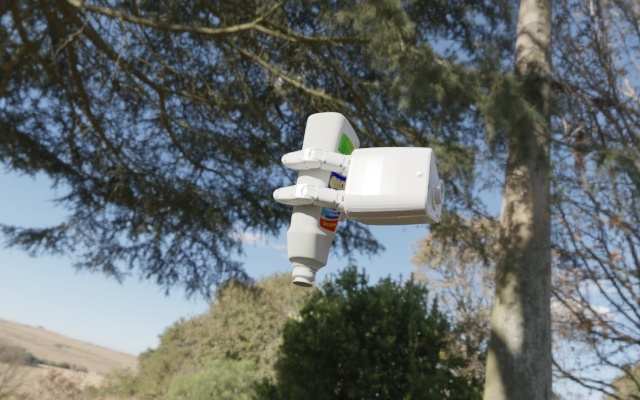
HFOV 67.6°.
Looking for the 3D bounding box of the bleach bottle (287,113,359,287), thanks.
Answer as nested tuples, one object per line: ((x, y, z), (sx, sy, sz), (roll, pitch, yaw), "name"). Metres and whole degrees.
((0.000, 0.002, 0.690), (0.068, 0.250, 0.103), (0, -26, 23), "bleach bottle")
